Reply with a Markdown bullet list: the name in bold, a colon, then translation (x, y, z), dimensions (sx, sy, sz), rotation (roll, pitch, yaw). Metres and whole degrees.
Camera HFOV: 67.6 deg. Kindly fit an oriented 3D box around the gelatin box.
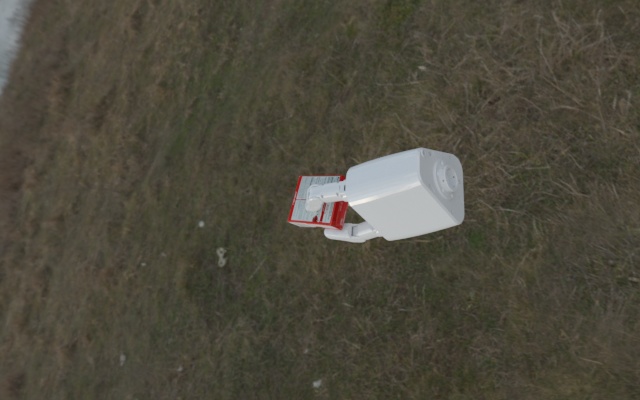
- **gelatin box**: translation (0.000, 0.002, 0.688), dimensions (0.089, 0.073, 0.030), rotation (2, -16, 43)
